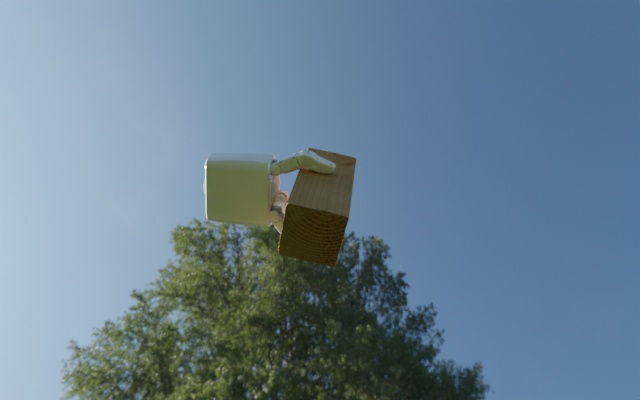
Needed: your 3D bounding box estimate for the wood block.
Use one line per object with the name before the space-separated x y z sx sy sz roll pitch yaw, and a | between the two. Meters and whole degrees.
wood block | 0.000 0.002 0.764 0.090 0.091 0.206 13 30 0
